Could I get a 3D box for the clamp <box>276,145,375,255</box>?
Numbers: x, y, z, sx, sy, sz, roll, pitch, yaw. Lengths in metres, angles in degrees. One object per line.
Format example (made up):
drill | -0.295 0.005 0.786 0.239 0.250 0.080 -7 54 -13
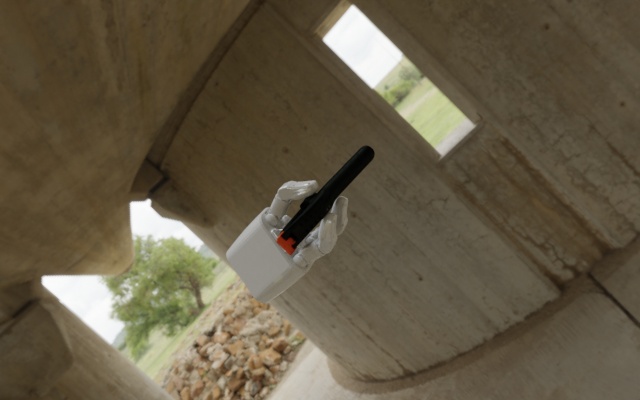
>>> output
clamp | -0.001 0.002 0.688 0.165 0.036 0.210 -43 5 31
